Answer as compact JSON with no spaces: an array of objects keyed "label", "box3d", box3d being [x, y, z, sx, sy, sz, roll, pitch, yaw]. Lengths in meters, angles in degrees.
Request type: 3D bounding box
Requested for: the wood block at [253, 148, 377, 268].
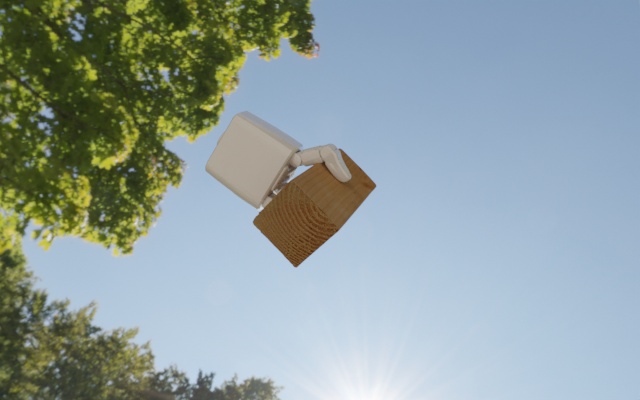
[{"label":"wood block","box3d":[0.000,0.002,0.708,0.091,0.090,0.206,-44,-1,27]}]
